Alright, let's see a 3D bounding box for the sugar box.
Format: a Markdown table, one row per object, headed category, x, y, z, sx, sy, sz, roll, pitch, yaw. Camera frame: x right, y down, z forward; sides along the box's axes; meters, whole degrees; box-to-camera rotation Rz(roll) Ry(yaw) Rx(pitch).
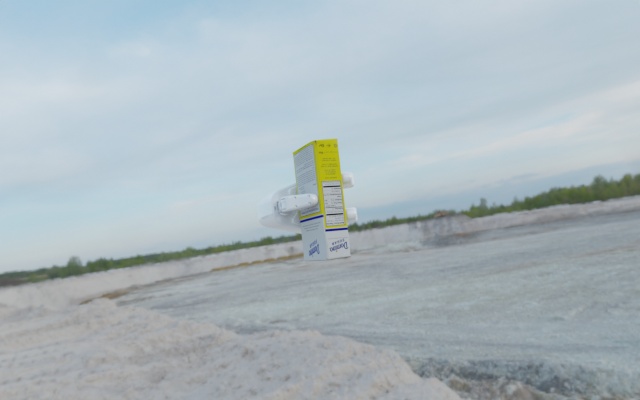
| category | x | y | z | sx | sy | sz | roll | pitch | yaw |
| --- | --- | --- | --- | --- | --- | --- | --- | --- | --- |
| sugar box | 0.001 | 0.002 | 0.724 | 0.048 | 0.176 | 0.093 | -7 | -4 | -24 |
